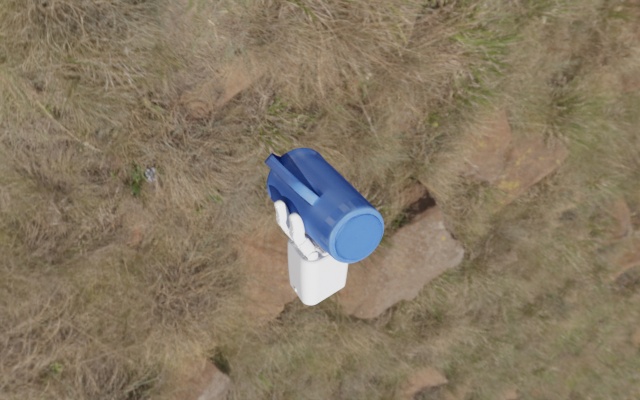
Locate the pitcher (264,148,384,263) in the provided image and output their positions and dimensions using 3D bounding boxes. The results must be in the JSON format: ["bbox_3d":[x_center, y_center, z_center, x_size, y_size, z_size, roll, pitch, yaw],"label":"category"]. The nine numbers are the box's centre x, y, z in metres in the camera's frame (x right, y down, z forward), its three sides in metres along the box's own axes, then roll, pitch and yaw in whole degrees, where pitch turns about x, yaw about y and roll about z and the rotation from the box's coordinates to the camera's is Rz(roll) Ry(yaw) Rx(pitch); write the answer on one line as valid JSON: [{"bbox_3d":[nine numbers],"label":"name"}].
[{"bbox_3d":[0.000,0.003,0.865,0.149,0.145,0.242,-13,33,-25],"label":"pitcher"}]
